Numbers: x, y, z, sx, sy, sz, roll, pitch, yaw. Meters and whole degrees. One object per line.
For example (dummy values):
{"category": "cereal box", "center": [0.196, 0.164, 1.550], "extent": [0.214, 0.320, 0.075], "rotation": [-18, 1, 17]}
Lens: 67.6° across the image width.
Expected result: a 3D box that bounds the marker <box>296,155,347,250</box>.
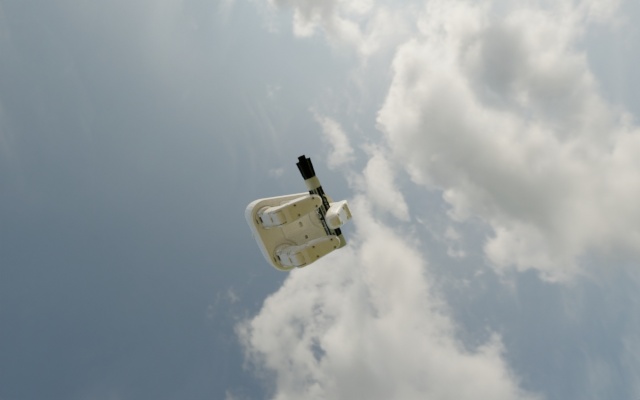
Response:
{"category": "marker", "center": [0.000, 0.002, 0.578], "extent": [0.020, 0.121, 0.020], "rotation": [-23, 8, 3]}
